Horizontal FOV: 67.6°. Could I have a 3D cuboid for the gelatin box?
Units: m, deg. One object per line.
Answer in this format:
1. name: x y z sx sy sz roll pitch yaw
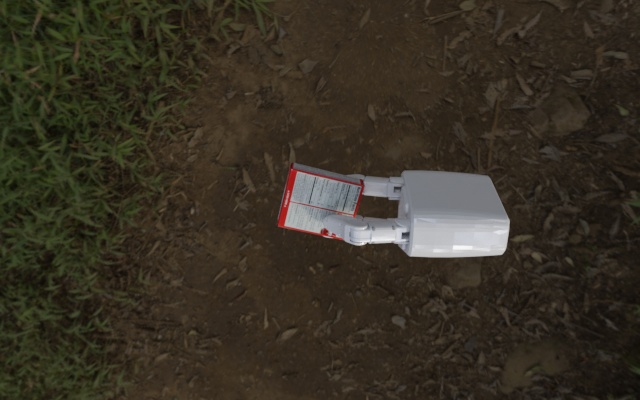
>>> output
1. gelatin box: 0.000 0.002 0.561 0.089 0.073 0.030 12 20 -7
